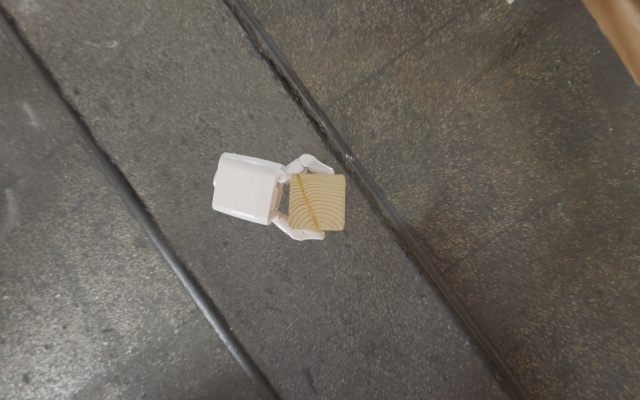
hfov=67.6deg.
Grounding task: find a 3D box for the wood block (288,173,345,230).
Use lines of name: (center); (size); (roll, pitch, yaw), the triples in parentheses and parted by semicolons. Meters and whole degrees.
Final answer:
wood block: (0.000, 0.003, 0.862); (0.090, 0.091, 0.206); (2, 0, 4)
